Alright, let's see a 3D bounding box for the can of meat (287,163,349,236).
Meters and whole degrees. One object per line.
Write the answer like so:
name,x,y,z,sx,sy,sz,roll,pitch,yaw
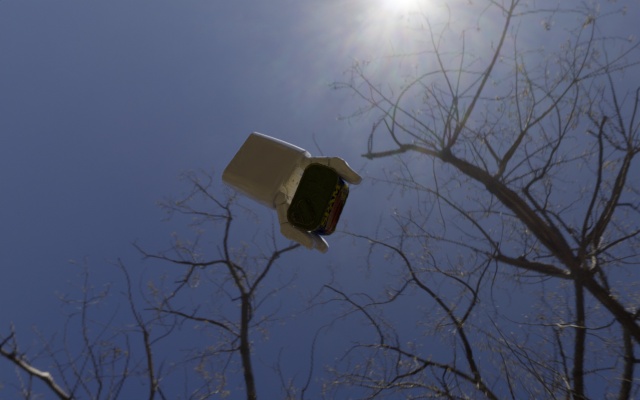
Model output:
can of meat,0.000,0.002,0.746,0.057,0.102,0.084,20,-5,21
